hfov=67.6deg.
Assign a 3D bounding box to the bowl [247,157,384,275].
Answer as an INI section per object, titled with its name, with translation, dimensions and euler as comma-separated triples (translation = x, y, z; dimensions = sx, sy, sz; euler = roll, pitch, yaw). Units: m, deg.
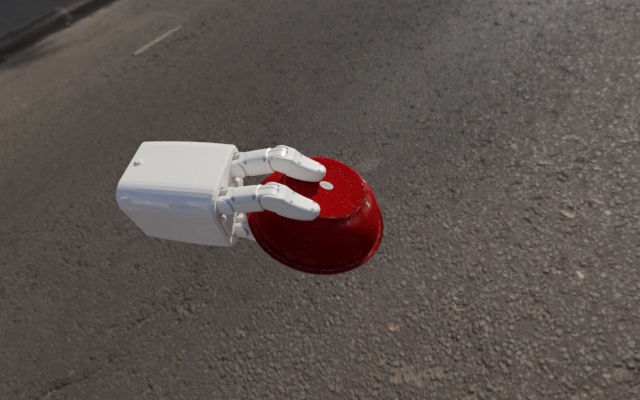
[bowl]
translation = 0.001, 0.002, 0.539
dimensions = 0.162, 0.162, 0.055
euler = 0, -41, -14
